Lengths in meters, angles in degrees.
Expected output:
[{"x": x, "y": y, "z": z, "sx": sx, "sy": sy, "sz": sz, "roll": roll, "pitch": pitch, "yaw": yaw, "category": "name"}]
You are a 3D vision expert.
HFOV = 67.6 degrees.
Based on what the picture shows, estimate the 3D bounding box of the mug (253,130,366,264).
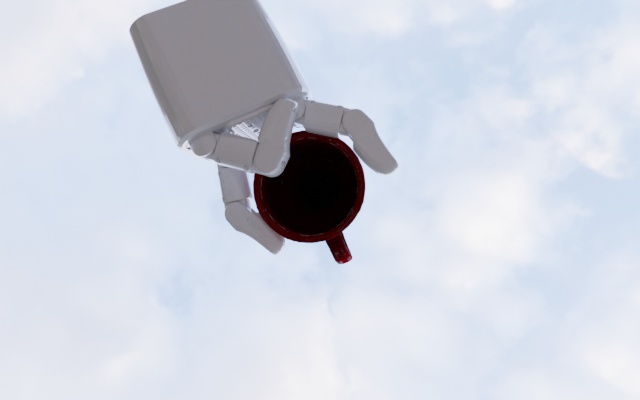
[{"x": 0.001, "y": 0.003, "z": 0.427, "sx": 0.093, "sy": 0.117, "sz": 0.081, "roll": -27, "pitch": -6, "yaw": 4, "category": "mug"}]
